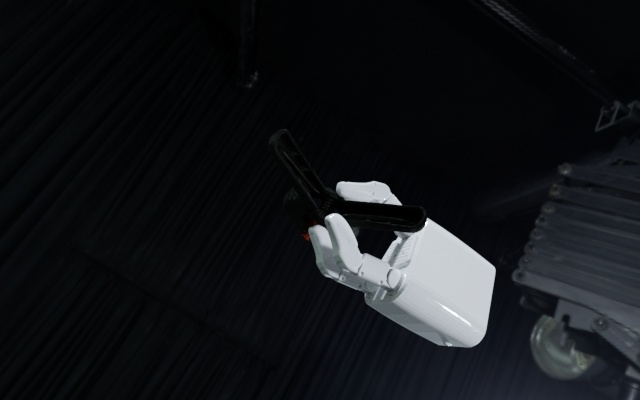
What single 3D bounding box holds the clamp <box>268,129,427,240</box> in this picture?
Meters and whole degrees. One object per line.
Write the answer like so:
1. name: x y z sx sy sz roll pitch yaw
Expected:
1. clamp: 0.000 0.001 0.522 0.164 0.036 0.210 33 -21 -8
